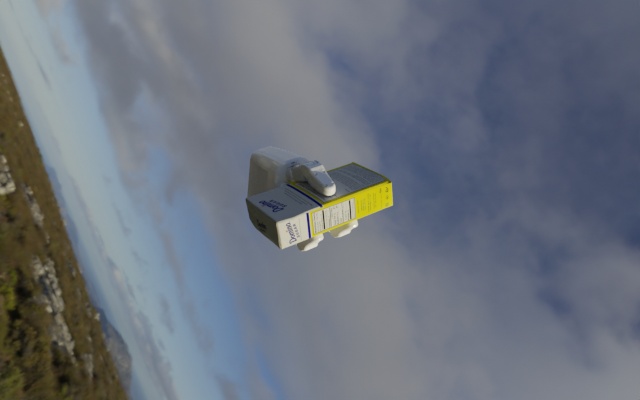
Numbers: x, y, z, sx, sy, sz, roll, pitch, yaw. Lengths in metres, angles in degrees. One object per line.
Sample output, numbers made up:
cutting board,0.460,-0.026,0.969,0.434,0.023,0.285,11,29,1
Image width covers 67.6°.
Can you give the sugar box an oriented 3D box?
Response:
sugar box,0.000,0.002,0.638,0.176,0.048,0.093,-22,30,-25
